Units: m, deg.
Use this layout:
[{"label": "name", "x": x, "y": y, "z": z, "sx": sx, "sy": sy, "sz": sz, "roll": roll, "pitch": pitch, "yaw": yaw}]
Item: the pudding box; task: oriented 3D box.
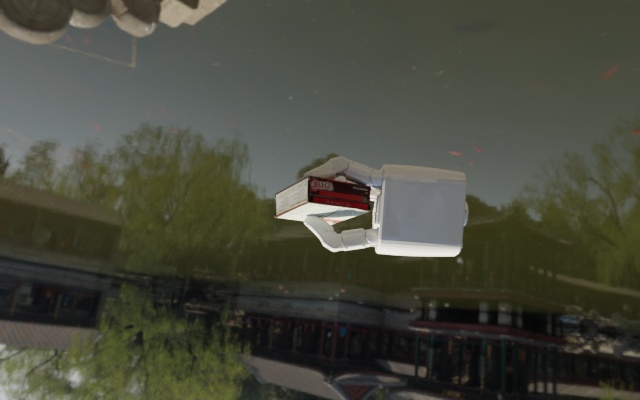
[{"label": "pudding box", "x": 0.000, "y": 0.002, "z": 0.631, "sx": 0.090, "sy": 0.039, "sz": 0.113, "roll": 10, "pitch": -17, "yaw": -26}]
